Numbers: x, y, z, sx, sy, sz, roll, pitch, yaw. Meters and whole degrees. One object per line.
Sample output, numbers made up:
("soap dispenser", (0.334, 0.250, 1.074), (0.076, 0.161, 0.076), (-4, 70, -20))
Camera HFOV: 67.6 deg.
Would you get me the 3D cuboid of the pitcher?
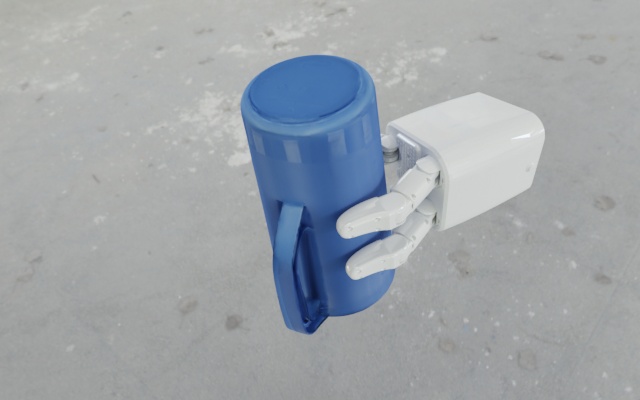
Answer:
("pitcher", (0.000, 0.001, 0.449), (0.145, 0.243, 0.149), (-22, 47, -11))
